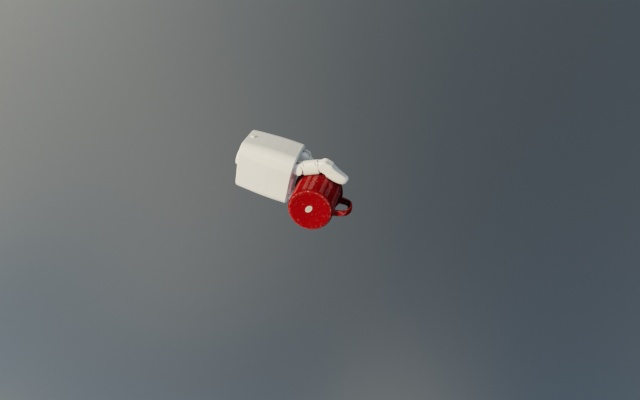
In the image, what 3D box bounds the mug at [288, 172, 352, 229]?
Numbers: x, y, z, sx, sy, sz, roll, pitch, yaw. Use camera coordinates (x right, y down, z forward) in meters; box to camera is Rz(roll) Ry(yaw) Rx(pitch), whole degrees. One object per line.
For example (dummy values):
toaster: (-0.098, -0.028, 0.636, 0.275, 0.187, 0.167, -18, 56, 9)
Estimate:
mug: (0.001, 0.003, 0.870, 0.117, 0.093, 0.081, 17, 31, 3)
